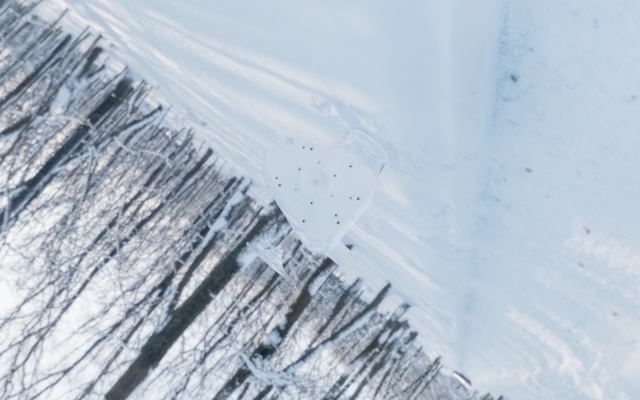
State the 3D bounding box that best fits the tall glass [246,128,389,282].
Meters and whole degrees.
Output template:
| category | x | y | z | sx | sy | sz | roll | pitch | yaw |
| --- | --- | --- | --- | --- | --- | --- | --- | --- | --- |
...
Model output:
| category | x | y | z | sx | sy | sz | roll | pitch | yaw |
| --- | --- | --- | --- | --- | --- | --- | --- | --- | --- |
| tall glass | 0.000 | 0.002 | 0.603 | 0.079 | 0.201 | 0.079 | 40 | -7 | 6 |
